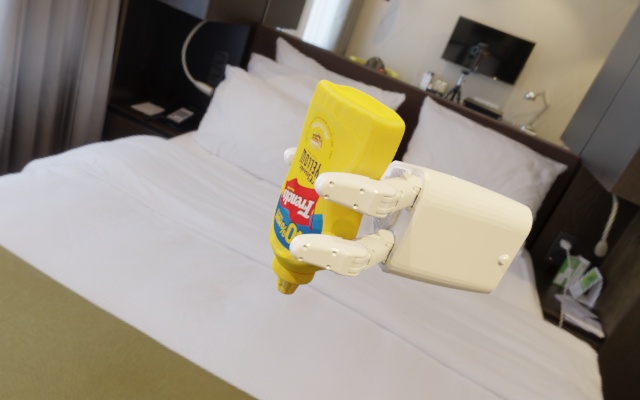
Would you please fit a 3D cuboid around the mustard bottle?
[{"bbox_3d":[0.000,0.001,0.414,0.058,0.192,0.096,5,27,-35],"label":"mustard bottle"}]
